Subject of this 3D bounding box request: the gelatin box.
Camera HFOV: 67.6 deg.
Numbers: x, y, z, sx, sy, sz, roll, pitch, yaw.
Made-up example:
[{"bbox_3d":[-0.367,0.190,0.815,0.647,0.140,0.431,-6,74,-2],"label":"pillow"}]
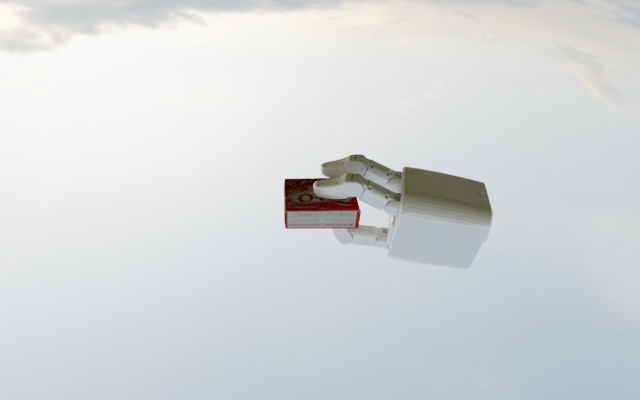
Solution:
[{"bbox_3d":[0.000,0.002,0.581,0.089,0.030,0.073,-1,34,-4],"label":"gelatin box"}]
